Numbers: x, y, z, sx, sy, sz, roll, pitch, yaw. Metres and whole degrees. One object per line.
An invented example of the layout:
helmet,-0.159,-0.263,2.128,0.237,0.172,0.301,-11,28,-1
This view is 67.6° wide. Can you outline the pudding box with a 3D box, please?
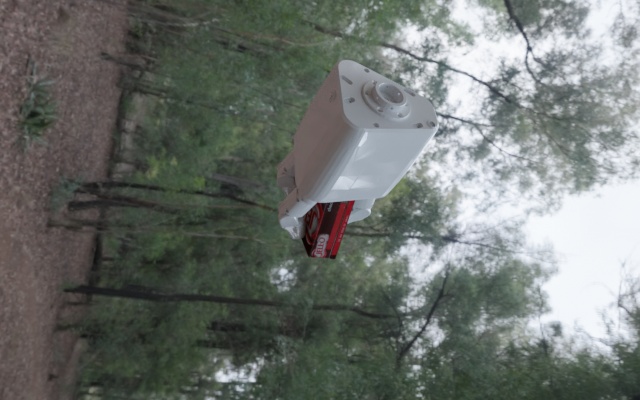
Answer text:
pudding box,0.000,0.002,0.563,0.039,0.090,0.113,10,25,-19
